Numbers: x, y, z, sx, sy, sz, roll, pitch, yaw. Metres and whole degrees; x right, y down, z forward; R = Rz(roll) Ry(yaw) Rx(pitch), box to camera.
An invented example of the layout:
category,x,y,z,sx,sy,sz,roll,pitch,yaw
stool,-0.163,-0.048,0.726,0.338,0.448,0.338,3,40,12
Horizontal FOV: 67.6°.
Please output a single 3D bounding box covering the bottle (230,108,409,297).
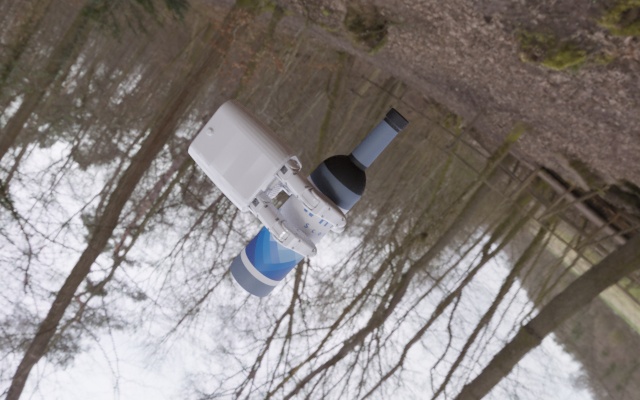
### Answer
category,x,y,z,sx,sy,sz,roll,pitch,yaw
bottle,0.000,0.002,0.610,0.069,0.296,0.069,39,16,-13
